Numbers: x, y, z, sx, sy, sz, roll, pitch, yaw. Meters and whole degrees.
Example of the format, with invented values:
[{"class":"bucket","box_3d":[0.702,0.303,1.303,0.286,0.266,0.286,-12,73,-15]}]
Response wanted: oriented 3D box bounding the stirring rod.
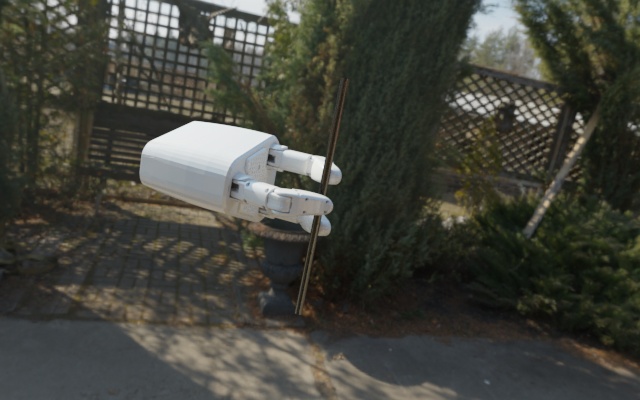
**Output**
[{"class":"stirring rod","box_3d":[0.000,0.002,0.470,0.011,0.239,0.011,11,12,-2]}]
